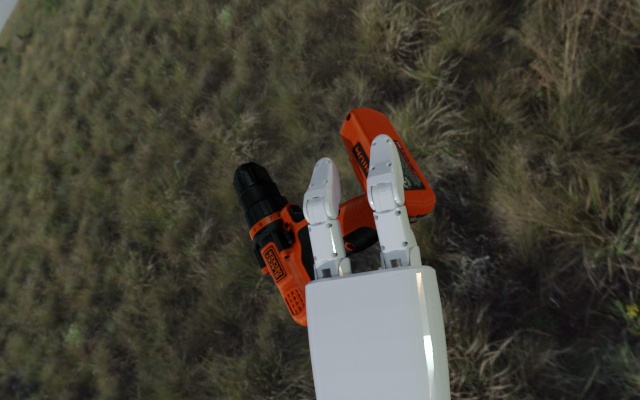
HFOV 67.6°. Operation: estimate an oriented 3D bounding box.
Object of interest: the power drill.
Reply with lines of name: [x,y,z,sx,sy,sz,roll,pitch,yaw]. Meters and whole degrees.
power drill: [0.000,0.001,0.448,0.057,0.184,0.188,-9,-27,-48]
